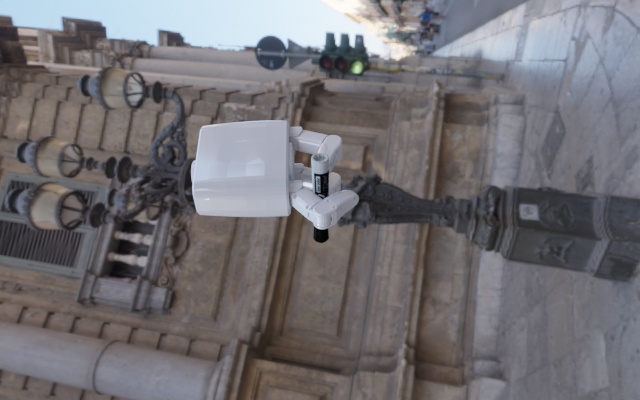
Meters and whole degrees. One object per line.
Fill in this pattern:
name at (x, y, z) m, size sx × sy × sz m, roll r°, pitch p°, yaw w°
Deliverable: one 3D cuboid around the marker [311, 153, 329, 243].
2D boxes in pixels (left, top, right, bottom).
marker at (0.000, 0.002, 0.539) m, size 0.020 × 0.121 × 0.020 m, roll 0°, pitch 39°, yaw 0°
